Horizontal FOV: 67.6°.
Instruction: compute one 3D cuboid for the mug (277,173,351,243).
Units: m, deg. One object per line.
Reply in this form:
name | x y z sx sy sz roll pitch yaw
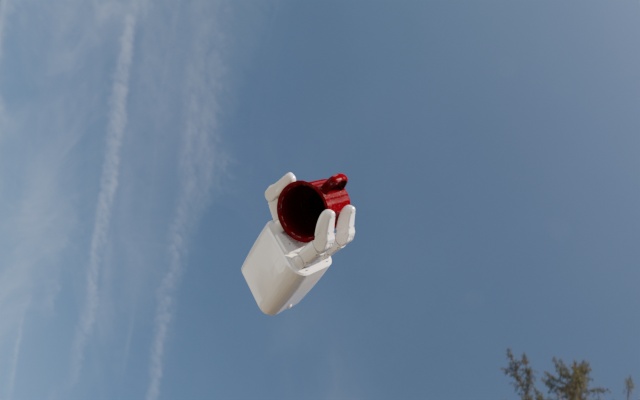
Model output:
mug | 0.001 0.001 0.729 0.093 0.117 0.081 46 29 17
